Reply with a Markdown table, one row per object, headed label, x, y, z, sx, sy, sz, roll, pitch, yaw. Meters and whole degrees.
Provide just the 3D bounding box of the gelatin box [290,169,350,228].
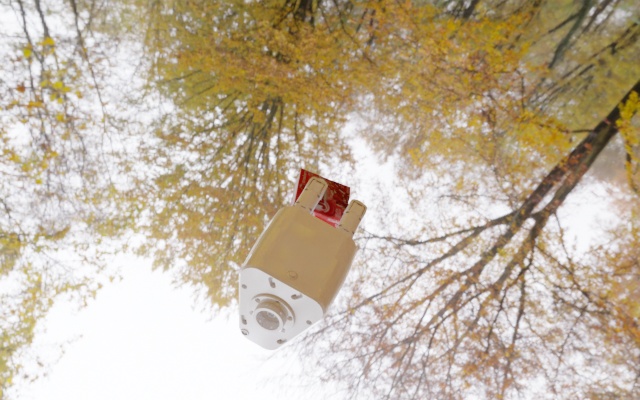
| label | x | y | z | sx | sy | sz | roll | pitch | yaw |
| --- | --- | --- | --- | --- | --- | --- | --- | --- | --- |
| gelatin box | 0.000 | 0.002 | 0.620 | 0.073 | 0.030 | 0.089 | 21 | 32 | -8 |
